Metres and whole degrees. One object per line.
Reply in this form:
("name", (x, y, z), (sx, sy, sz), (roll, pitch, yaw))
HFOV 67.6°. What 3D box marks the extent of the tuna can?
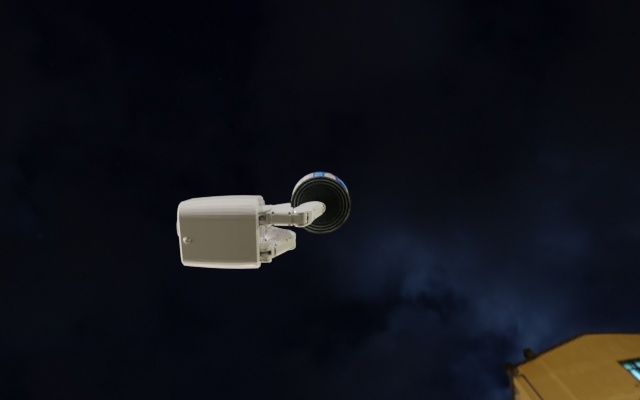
("tuna can", (0.000, 0.002, 0.696), (0.086, 0.086, 0.033), (0, 18, 0))
